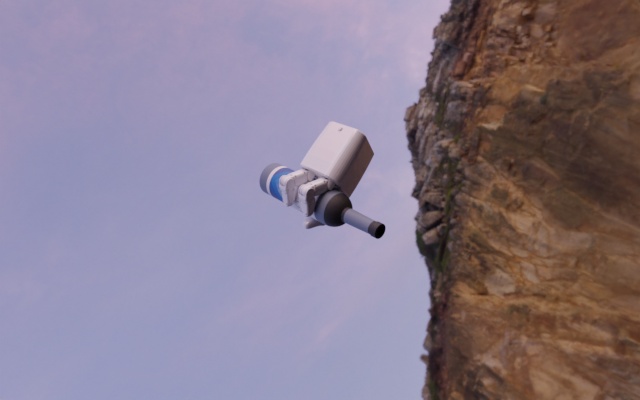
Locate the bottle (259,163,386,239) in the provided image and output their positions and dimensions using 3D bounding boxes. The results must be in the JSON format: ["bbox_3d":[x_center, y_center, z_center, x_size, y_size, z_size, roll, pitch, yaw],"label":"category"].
[{"bbox_3d":[0.000,0.003,0.890,0.069,0.069,0.295,0,19,-46],"label":"bottle"}]
